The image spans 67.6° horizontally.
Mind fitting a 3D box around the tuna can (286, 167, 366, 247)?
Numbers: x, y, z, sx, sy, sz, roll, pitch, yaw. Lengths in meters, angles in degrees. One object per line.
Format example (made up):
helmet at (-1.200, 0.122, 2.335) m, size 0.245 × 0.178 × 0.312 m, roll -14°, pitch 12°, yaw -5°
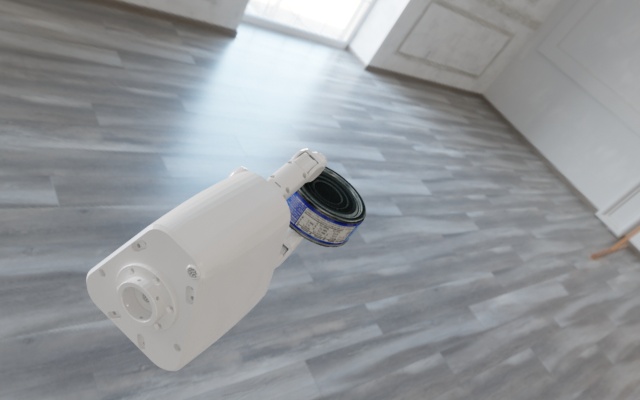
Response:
tuna can at (0.000, 0.001, 0.450) m, size 0.086 × 0.034 × 0.086 m, roll 27°, pitch 29°, yaw -17°
